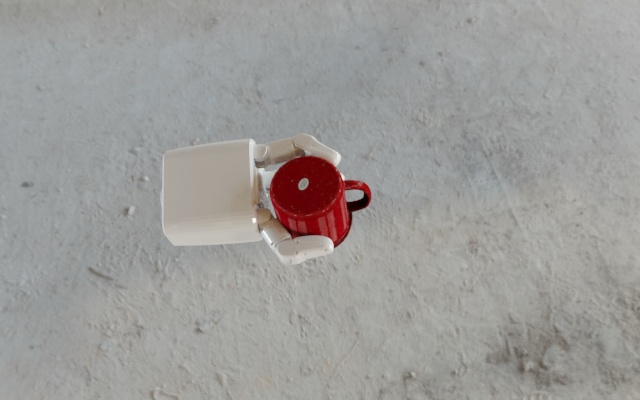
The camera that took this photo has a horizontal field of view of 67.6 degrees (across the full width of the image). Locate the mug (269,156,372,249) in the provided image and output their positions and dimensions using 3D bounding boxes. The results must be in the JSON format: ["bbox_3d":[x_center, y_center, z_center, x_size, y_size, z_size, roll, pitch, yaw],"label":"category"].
[{"bbox_3d":[0.002,0.002,0.543,0.117,0.093,0.081,-8,-31,2],"label":"mug"}]
